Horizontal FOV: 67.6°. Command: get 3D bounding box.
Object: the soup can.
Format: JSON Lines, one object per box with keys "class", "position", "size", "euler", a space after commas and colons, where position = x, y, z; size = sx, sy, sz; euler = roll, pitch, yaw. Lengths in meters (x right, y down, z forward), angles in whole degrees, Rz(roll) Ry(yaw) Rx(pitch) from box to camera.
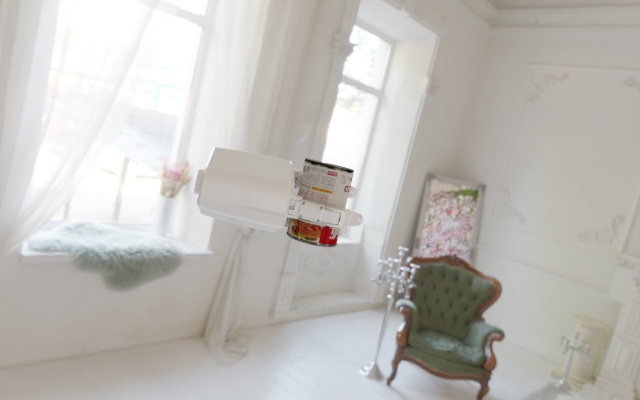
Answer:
{"class": "soup can", "position": [0.001, 0.002, 0.619], "size": [0.068, 0.102, 0.068], "euler": [13, 7, -2]}
